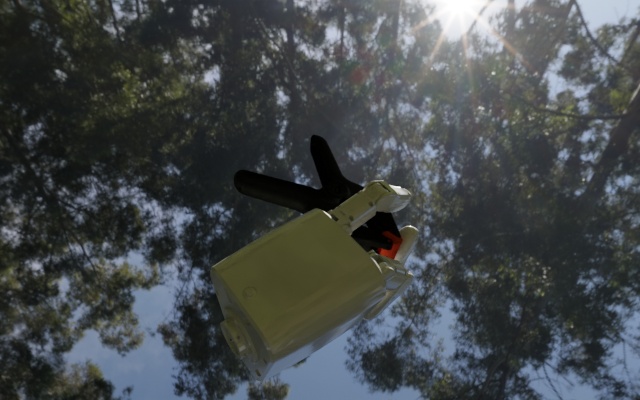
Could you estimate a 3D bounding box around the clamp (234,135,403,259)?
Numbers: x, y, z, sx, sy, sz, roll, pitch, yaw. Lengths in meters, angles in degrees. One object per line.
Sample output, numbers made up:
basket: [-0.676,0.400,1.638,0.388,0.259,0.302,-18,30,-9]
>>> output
clamp: [0.000,0.002,0.464,0.120,0.039,0.171,-27,53,-26]
